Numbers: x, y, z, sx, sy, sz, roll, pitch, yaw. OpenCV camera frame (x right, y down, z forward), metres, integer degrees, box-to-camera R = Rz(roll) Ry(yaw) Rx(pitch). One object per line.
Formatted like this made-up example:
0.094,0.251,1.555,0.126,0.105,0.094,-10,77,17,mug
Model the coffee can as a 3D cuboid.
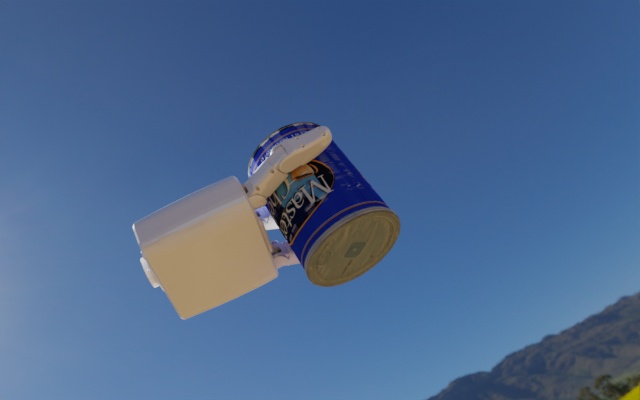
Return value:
0.000,0.002,0.489,0.103,0.103,0.140,0,41,-39,coffee can
